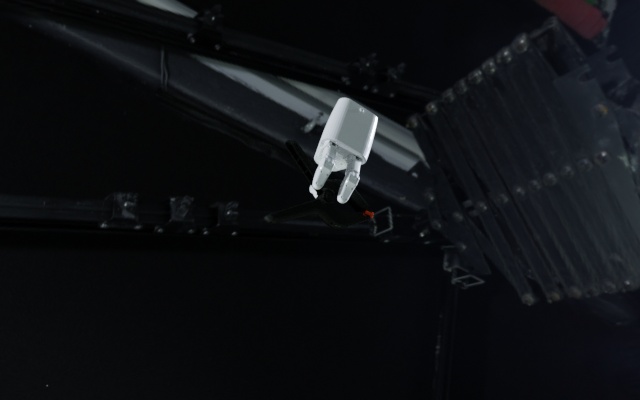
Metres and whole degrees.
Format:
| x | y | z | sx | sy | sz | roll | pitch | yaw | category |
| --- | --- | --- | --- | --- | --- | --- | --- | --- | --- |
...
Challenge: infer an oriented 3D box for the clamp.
| x | y | z | sx | sy | sz | roll | pitch | yaw | category |
| --- | --- | --- | --- | --- | --- | --- | --- | --- | --- |
| 0.000 | 0.003 | 0.881 | 0.210 | 0.164 | 0.036 | 29 | -24 | -18 | clamp |
